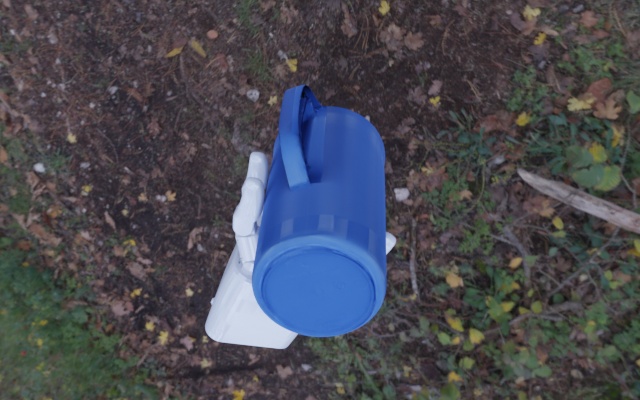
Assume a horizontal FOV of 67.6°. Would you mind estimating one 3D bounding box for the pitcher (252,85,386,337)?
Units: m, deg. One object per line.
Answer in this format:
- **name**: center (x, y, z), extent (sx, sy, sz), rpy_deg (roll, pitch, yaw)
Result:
- **pitcher**: center (0.000, 0.002, 0.469), extent (0.149, 0.145, 0.242), rpy_deg (25, 30, -12)
